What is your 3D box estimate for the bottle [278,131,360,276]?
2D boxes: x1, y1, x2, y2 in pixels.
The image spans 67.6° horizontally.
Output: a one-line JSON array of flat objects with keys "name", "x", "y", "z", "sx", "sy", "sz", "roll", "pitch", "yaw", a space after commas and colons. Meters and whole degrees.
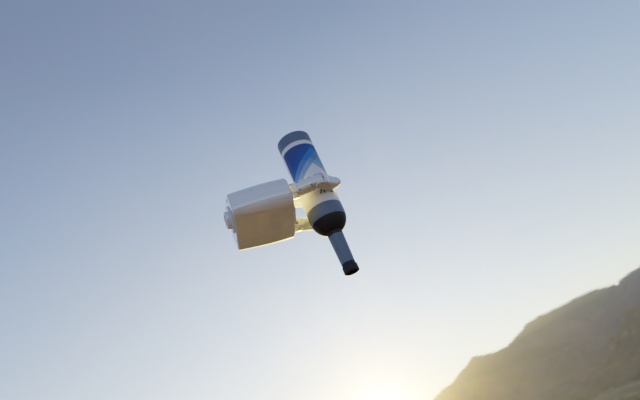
[{"name": "bottle", "x": 0.000, "y": 0.003, "z": 0.873, "sx": 0.069, "sy": 0.295, "sz": 0.069, "roll": -19, "pitch": -28, "yaw": -11}]
